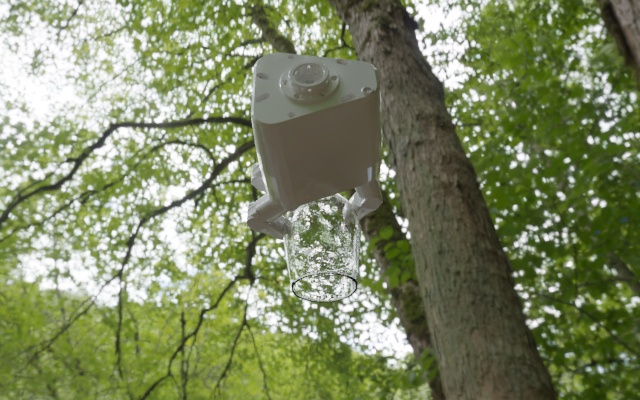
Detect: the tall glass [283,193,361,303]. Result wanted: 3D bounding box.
[{"bbox_3d":[0.000,0.001,0.501,0.079,0.200,0.079,-2,-36,-1],"label":"tall glass"}]
